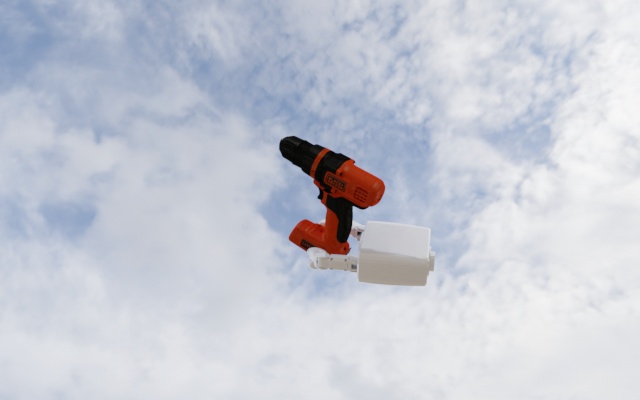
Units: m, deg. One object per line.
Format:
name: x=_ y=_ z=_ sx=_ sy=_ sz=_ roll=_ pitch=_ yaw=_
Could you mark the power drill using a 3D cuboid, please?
power drill: x=0.000 y=0.003 z=0.772 sx=0.184 sy=0.188 sz=0.057 roll=31 pitch=43 yaw=19
